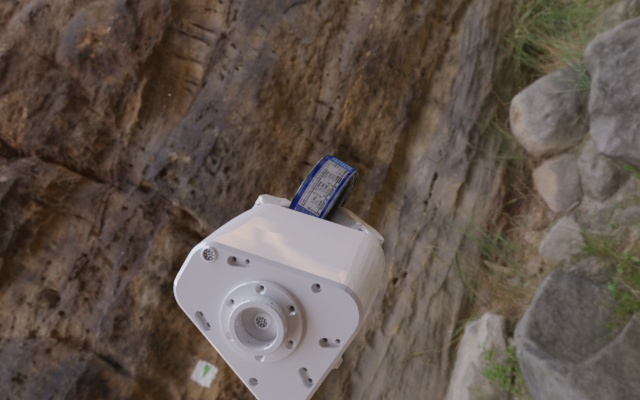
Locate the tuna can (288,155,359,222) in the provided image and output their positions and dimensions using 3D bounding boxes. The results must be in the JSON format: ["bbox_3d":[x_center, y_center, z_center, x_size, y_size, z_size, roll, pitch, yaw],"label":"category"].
[{"bbox_3d":[0.000,0.001,0.445,0.034,0.086,0.086,32,5,8],"label":"tuna can"}]
